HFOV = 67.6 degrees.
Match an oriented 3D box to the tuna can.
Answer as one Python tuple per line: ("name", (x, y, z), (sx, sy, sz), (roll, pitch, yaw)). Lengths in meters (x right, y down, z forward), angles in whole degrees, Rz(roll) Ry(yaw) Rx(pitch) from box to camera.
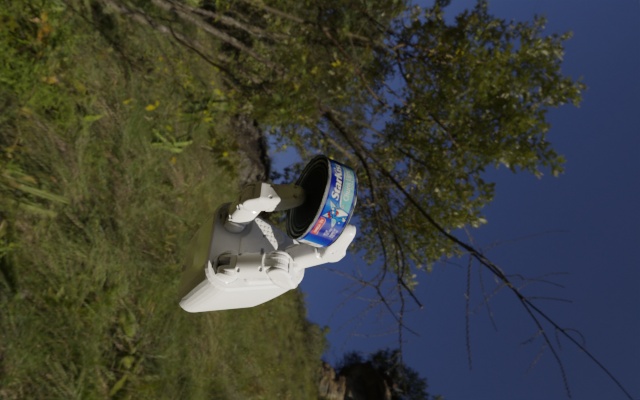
("tuna can", (0.001, 0.002, 0.459), (0.034, 0.086, 0.086), (21, -8, -22))
